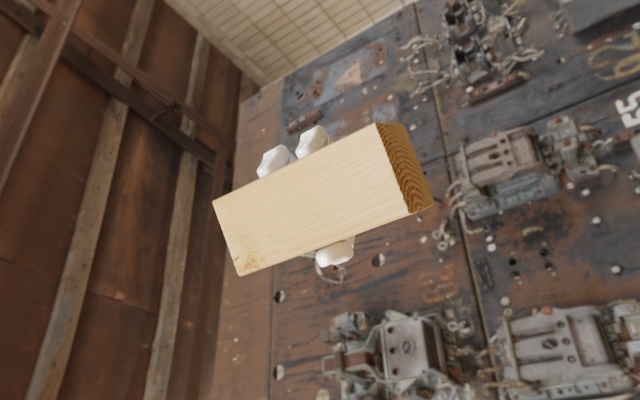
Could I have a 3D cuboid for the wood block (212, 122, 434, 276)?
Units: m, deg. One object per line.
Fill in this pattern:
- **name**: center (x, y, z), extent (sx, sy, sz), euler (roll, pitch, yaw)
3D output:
- **wood block**: center (0.000, 0.002, 0.509), extent (0.206, 0.091, 0.090), euler (-23, -5, 28)
